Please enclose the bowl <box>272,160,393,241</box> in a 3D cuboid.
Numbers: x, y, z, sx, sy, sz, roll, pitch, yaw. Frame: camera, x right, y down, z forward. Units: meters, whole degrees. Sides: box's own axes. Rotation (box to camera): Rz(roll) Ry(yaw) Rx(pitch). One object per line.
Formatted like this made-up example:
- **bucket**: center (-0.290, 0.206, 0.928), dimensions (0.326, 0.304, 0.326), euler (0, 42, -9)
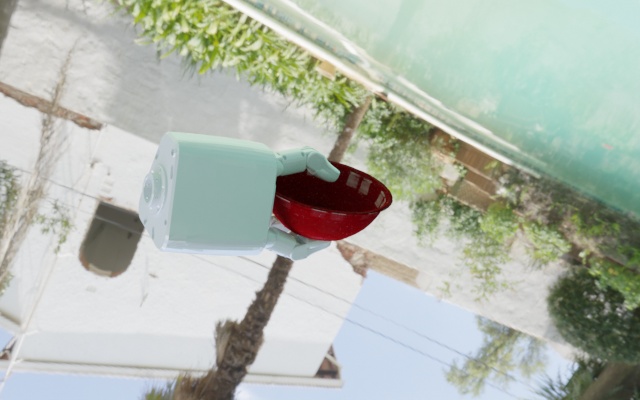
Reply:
- **bowl**: center (0.001, 0.002, 0.564), dimensions (0.162, 0.055, 0.162), euler (10, 23, -4)
